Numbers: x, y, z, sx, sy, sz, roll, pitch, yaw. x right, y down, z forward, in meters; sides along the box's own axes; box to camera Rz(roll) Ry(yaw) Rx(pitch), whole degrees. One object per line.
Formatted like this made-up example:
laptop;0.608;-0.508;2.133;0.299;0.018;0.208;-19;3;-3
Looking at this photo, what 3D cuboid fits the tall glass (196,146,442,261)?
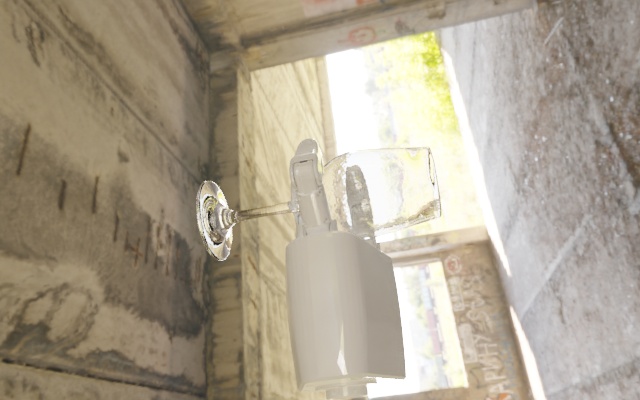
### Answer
tall glass;-0.001;0.001;0.420;0.201;0.079;0.079;-10;-2;9
